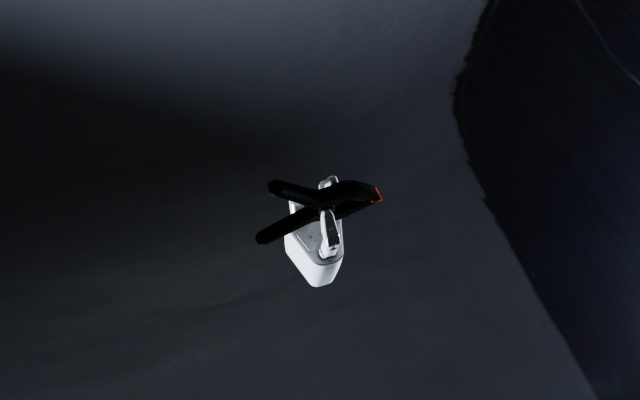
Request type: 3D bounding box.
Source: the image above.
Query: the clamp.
[{"bbox_3d":[0.001,0.003,0.742,0.210,0.036,0.165,-14,-27,-15],"label":"clamp"}]
